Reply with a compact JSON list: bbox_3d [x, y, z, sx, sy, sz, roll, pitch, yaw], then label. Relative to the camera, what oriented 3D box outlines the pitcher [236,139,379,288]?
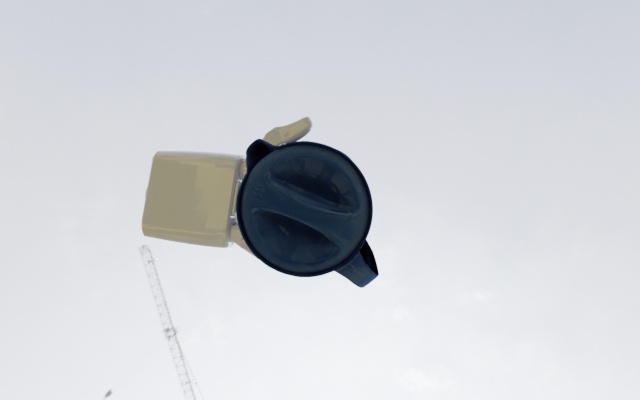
[{"bbox_3d":[0.000,0.002,0.571,0.145,0.149,0.243,4,9,5],"label":"pitcher"}]
